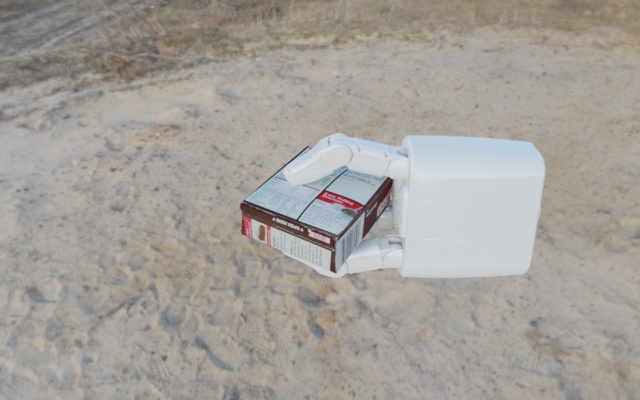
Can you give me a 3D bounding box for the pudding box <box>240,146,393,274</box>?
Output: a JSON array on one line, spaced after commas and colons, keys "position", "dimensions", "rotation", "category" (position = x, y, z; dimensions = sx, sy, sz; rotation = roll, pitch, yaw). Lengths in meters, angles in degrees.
[{"position": [0.000, 0.001, 0.406], "dimensions": [0.090, 0.039, 0.113], "rotation": [19, 37, 22], "category": "pudding box"}]
